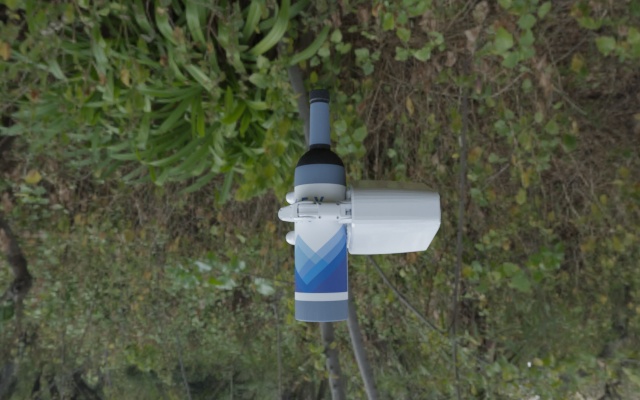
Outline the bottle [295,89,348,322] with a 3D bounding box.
[{"bbox_3d":[0.000,0.002,0.617,0.069,0.295,0.069,-1,-7,0],"label":"bottle"}]
